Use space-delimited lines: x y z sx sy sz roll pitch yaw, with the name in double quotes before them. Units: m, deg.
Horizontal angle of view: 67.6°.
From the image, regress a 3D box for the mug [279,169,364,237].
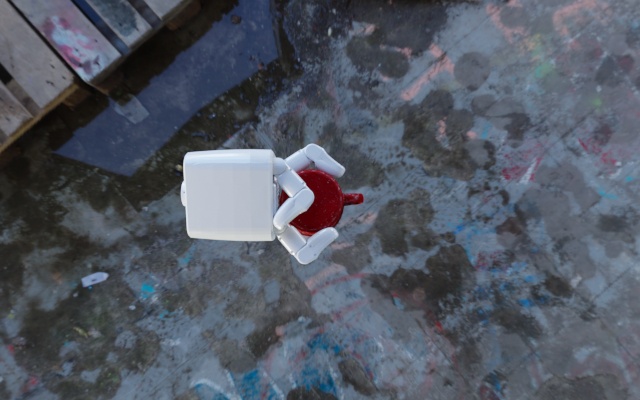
"mug" 0.002 0.002 0.643 0.117 0.093 0.081 -2 -4 -1
